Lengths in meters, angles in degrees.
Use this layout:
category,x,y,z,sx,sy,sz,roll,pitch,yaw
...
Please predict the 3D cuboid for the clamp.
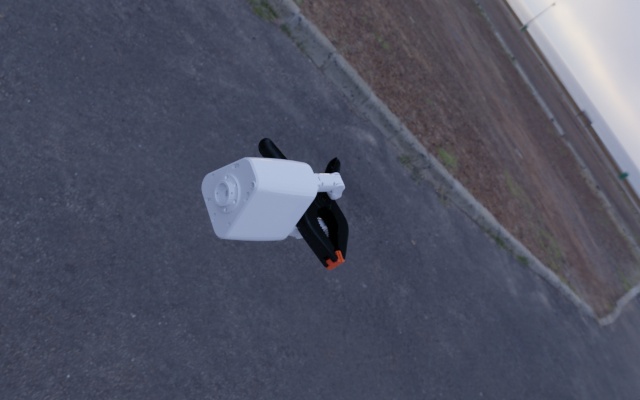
category,x,y,z,sx,sy,sz,roll,pitch,yaw
clamp,0.001,0.002,0.726,0.164,0.210,0.036,1,-31,-47
